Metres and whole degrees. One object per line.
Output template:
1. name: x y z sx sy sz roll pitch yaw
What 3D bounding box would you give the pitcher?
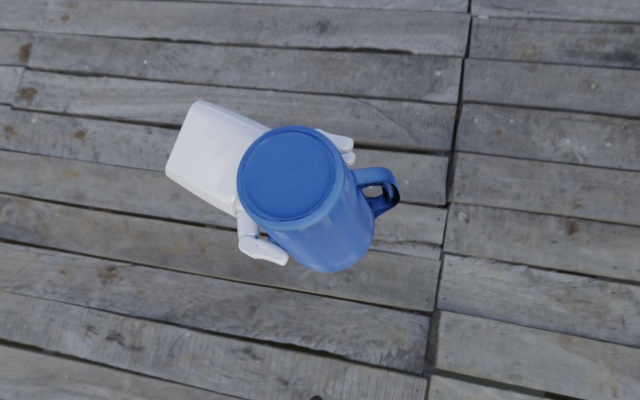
1. pitcher: 0.000 0.002 0.563 0.145 0.149 0.243 27 -8 16
